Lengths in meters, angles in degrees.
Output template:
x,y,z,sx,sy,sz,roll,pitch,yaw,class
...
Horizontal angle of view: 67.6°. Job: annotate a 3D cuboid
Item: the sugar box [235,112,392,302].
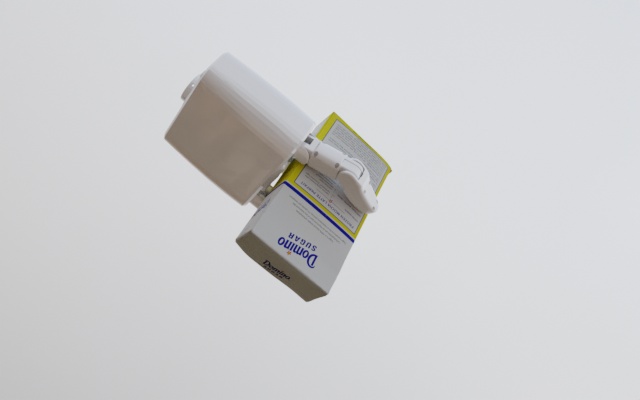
x,y,z,sx,sy,sz,roll,pitch,yaw,class
0.000,0.002,0.475,0.093,0.176,0.048,42,-36,-12,sugar box
